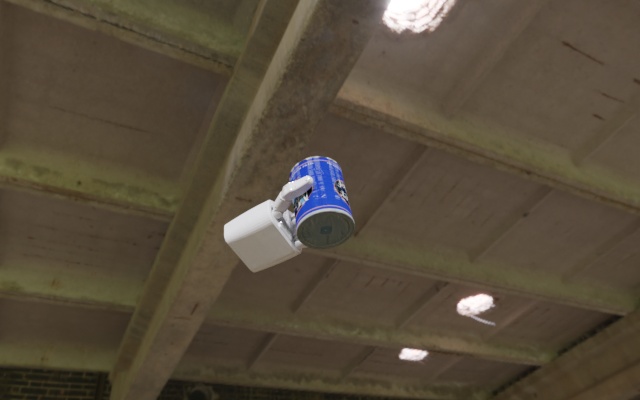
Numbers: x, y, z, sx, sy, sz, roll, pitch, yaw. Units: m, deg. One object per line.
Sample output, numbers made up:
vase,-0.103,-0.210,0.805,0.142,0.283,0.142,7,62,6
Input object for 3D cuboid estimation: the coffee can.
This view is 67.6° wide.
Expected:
coffee can,0.000,0.003,0.872,0.103,0.140,0.103,-6,-43,-5
